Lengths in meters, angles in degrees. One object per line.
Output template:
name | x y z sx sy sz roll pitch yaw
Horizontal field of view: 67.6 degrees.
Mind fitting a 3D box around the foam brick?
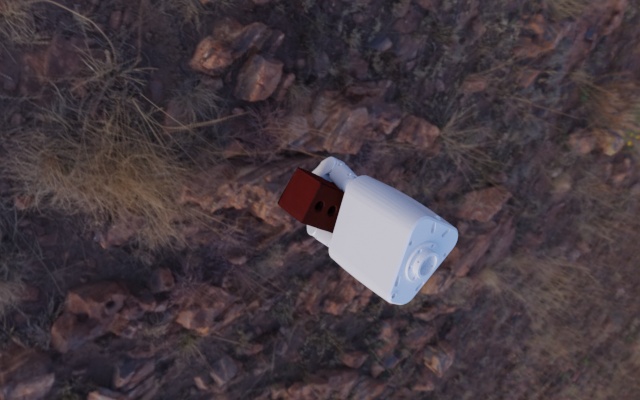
foam brick | 0.000 0.002 0.575 0.078 0.053 0.051 20 12 -44
